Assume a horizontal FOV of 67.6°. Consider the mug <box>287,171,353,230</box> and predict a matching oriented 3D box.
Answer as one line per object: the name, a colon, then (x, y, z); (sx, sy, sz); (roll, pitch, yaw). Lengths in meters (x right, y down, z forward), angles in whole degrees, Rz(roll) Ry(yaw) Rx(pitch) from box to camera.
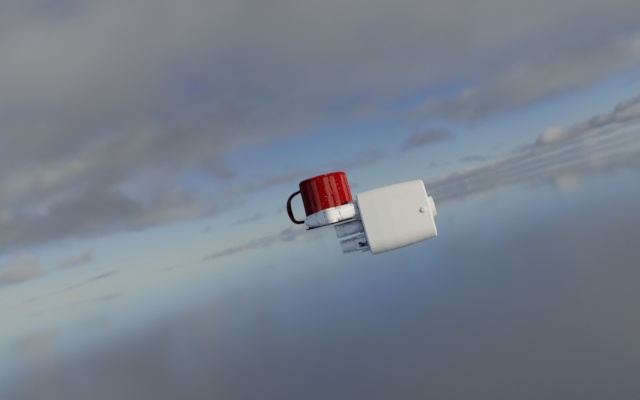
mug: (-0.001, 0.003, 0.799); (0.117, 0.081, 0.093); (-15, -3, 7)
